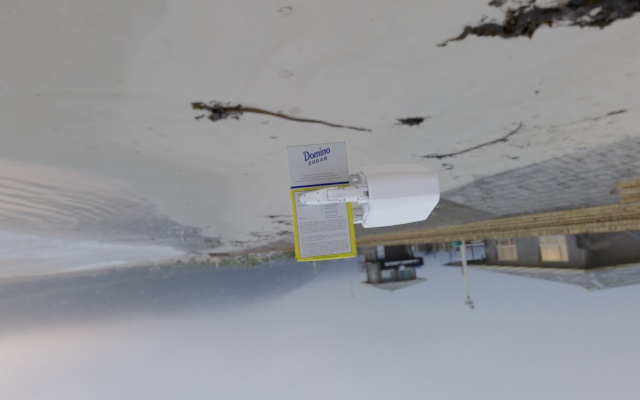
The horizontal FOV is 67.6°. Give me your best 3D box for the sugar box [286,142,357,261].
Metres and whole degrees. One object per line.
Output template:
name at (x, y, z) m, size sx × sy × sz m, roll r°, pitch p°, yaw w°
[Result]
sugar box at (0.000, 0.003, 0.736) m, size 0.093 × 0.176 × 0.048 m, roll -5°, pitch -5°, yaw -4°
